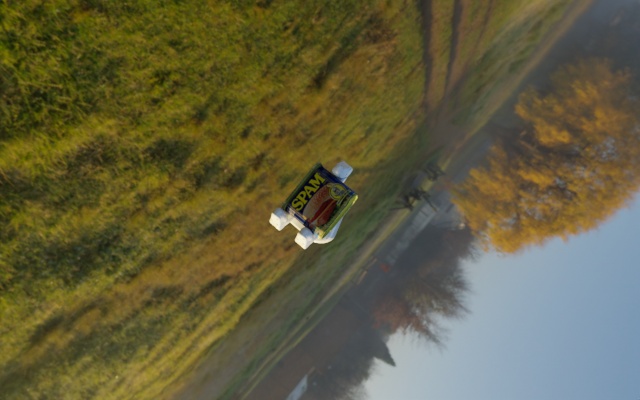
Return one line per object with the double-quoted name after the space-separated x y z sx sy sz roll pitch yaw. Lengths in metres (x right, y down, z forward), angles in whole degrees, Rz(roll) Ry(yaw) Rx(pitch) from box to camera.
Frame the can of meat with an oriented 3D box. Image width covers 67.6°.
0.000 0.003 0.793 0.084 0.102 0.057 39 -1 11 "can of meat"
